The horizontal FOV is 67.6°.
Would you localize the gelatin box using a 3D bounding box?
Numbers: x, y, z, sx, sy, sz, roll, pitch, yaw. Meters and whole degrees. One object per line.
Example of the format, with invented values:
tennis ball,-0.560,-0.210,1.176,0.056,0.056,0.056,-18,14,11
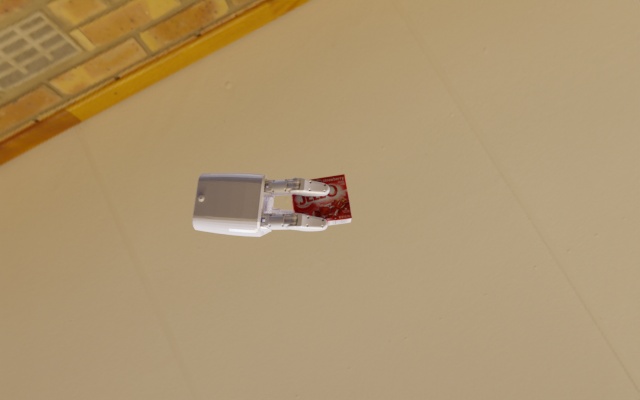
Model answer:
gelatin box,0.000,0.003,0.749,0.089,0.073,0.030,-8,-15,-3
